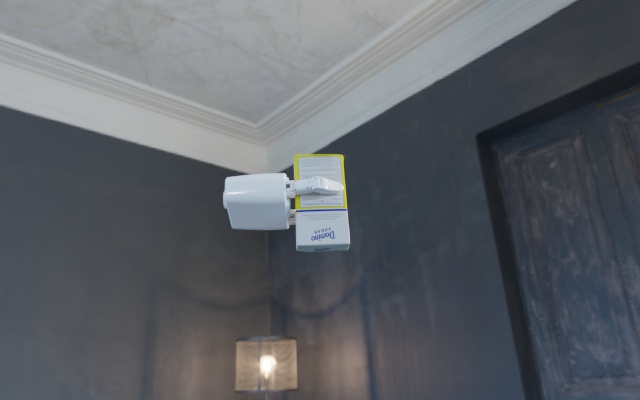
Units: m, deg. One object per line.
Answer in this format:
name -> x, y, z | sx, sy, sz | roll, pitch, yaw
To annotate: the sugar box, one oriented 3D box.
sugar box -> 0.000, 0.003, 0.858 | 0.093, 0.176, 0.048 | -1, -21, -3
